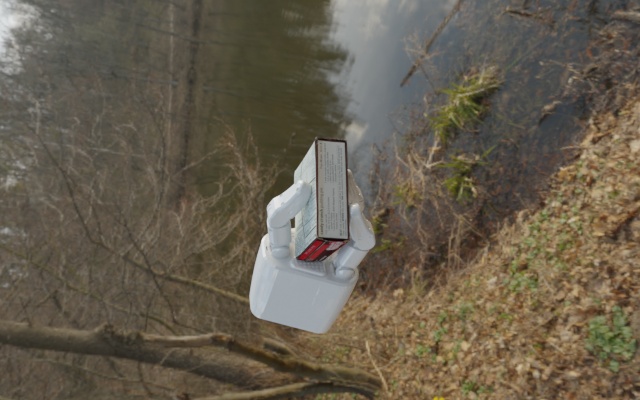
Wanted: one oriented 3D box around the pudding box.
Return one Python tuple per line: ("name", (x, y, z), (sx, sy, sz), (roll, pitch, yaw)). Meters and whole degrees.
("pudding box", (0.000, 0.002, 0.513), (0.039, 0.113, 0.090), (4, -20, -17))
